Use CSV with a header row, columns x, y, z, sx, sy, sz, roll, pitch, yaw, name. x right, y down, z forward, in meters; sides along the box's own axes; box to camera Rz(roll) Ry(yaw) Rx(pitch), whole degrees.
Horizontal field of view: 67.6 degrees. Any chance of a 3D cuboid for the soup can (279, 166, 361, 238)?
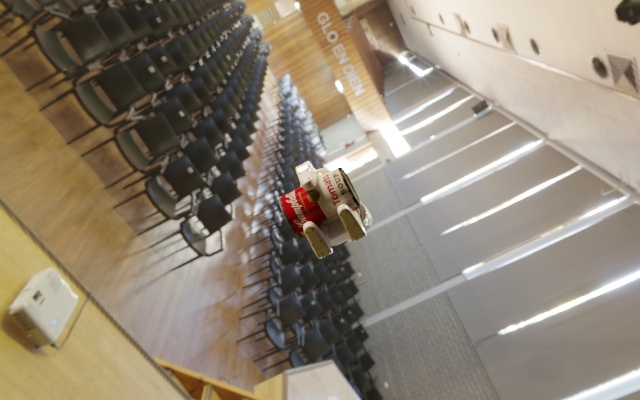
x,y,z,sx,sy,sz,roll,pitch,yaw,name
0.000,0.002,0.697,0.102,0.068,0.068,-27,-5,9,soup can
